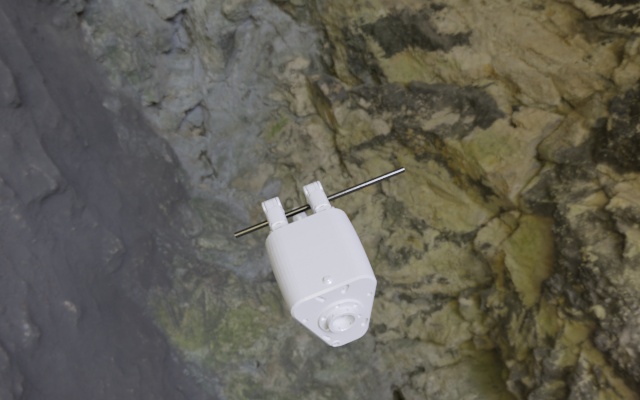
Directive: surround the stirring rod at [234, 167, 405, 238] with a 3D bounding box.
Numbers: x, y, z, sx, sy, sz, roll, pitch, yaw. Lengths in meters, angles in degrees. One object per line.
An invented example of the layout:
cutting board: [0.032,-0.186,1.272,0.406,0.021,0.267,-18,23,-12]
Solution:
stirring rod: [0.000,0.002,0.633,0.239,0.011,0.011,-21,2,-4]
